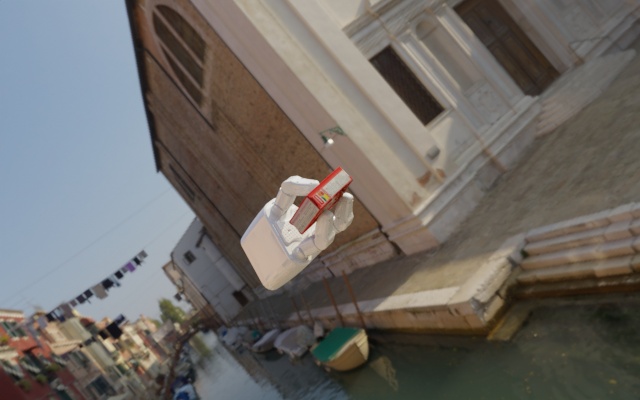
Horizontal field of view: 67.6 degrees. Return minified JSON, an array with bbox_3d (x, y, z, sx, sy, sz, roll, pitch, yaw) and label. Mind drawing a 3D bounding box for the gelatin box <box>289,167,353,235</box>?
[{"bbox_3d":[0.000,0.002,0.670,0.073,0.030,0.089,-42,-7,-33],"label":"gelatin box"}]
